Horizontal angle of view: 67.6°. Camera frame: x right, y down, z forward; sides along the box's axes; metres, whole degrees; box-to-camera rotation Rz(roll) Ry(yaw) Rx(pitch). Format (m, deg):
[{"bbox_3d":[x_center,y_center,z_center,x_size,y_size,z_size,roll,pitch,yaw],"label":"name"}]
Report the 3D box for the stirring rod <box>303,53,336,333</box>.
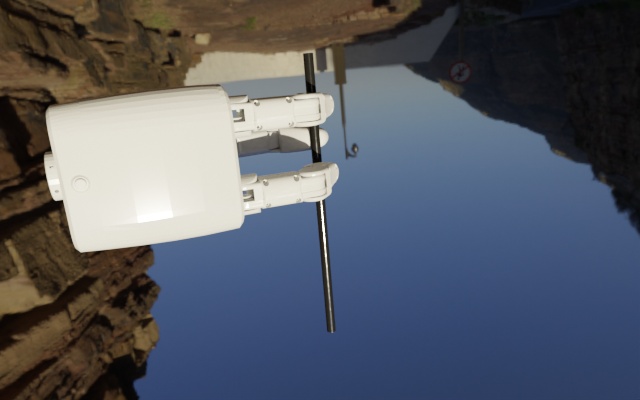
[{"bbox_3d":[0.000,0.001,0.402,0.011,0.239,0.011,-5,14,1],"label":"stirring rod"}]
